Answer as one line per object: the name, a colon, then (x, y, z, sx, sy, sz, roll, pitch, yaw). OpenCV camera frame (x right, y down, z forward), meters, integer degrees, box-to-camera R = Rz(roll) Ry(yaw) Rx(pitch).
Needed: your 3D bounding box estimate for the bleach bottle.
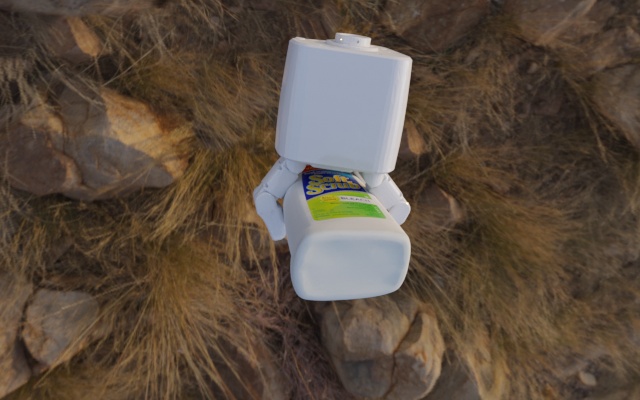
bleach bottle: (0.000, 0.002, 0.490, 0.102, 0.068, 0.250, 0, 25, -15)
